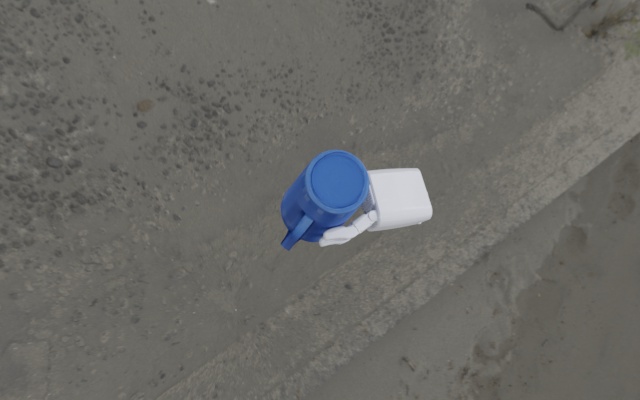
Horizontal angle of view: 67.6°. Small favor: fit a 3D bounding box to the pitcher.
[{"bbox_3d":[0.000,0.003,0.870,0.145,0.149,0.243,-5,-12,-12],"label":"pitcher"}]
